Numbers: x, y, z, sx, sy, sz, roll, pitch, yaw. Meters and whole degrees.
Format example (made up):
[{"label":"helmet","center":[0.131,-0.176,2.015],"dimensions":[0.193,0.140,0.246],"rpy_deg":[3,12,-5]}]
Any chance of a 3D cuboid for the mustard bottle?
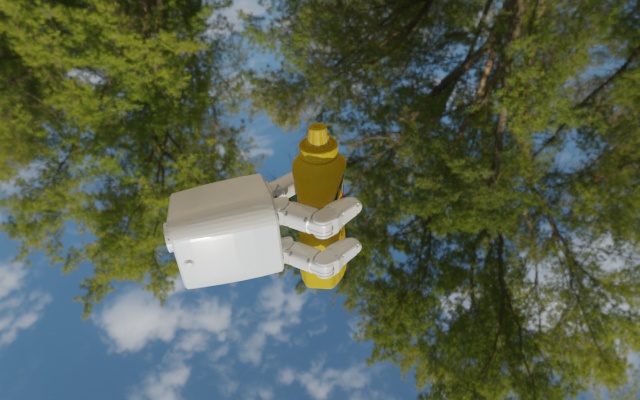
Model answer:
[{"label":"mustard bottle","center":[0.000,0.002,0.537],"dimensions":[0.058,0.192,0.096],"rpy_deg":[3,37,9]}]
